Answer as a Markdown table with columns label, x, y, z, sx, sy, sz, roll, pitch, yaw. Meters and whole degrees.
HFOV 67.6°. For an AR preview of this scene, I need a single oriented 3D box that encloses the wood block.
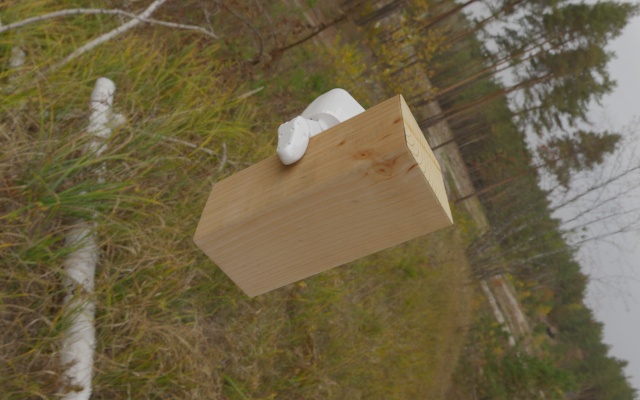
| label | x | y | z | sx | sy | sz | roll | pitch | yaw |
| --- | --- | --- | --- | --- | --- | --- | --- | --- | --- |
| wood block | 0.000 | 0.001 | 0.437 | 0.206 | 0.091 | 0.090 | -24 | 33 | 21 |
